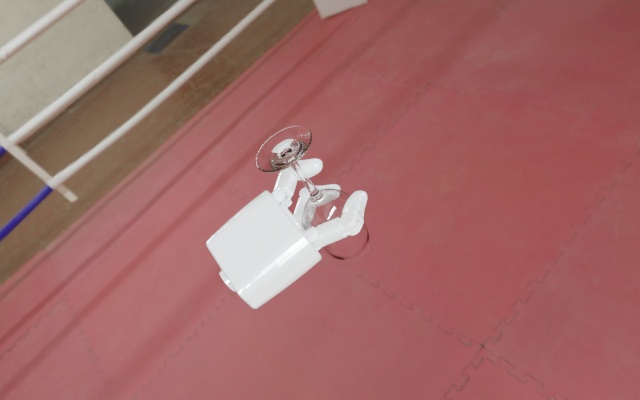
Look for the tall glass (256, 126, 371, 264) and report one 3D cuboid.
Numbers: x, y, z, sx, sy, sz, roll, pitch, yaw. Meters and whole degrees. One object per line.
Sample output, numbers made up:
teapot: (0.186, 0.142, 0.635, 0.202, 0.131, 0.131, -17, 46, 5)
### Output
tall glass: (0.000, 0.002, 0.616, 0.079, 0.079, 0.201, 0, -39, 34)
